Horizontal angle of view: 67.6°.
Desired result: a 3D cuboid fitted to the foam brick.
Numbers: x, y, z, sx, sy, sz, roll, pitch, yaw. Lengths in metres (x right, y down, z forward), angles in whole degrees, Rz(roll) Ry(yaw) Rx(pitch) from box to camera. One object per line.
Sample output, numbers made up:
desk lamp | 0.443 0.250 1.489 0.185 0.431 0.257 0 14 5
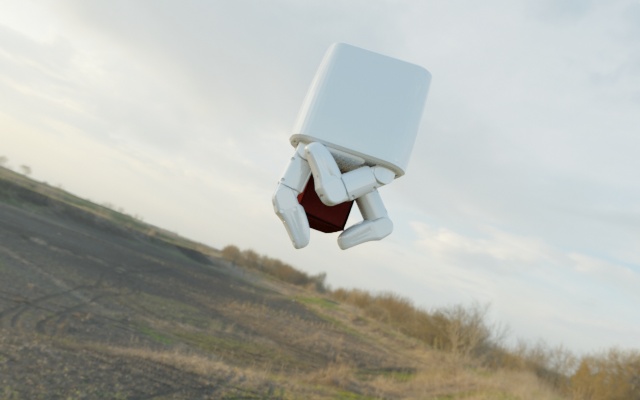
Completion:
foam brick | 0.000 0.002 0.505 0.053 0.051 0.078 22 -11 -11
